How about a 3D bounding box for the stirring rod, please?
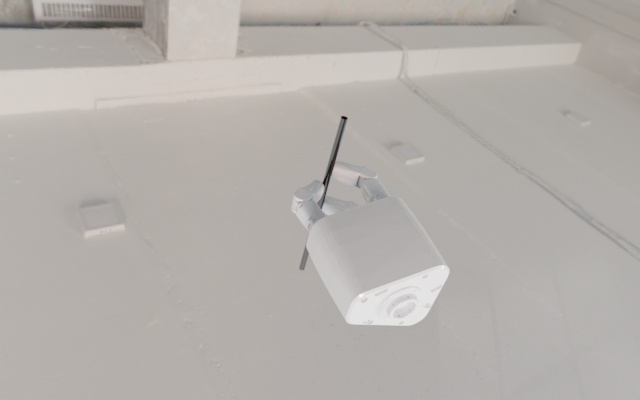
[{"bbox_3d":[0.000,0.002,0.598,0.011,0.240,0.011,10,37,-8],"label":"stirring rod"}]
